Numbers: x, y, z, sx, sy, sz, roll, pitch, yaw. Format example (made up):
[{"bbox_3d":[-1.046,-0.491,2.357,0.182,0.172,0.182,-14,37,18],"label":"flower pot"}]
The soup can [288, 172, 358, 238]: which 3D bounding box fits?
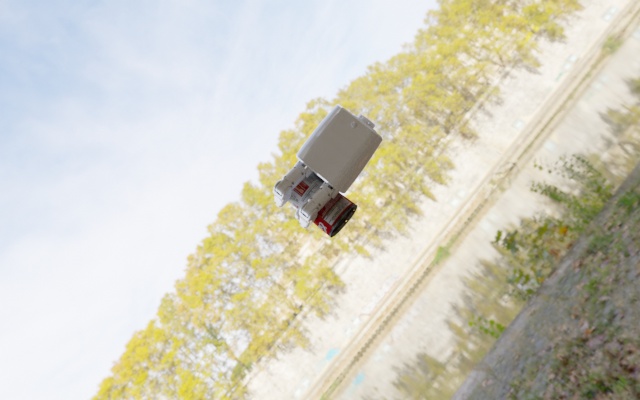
[{"bbox_3d":[0.000,0.003,0.778,0.102,0.068,0.068,40,10,13],"label":"soup can"}]
